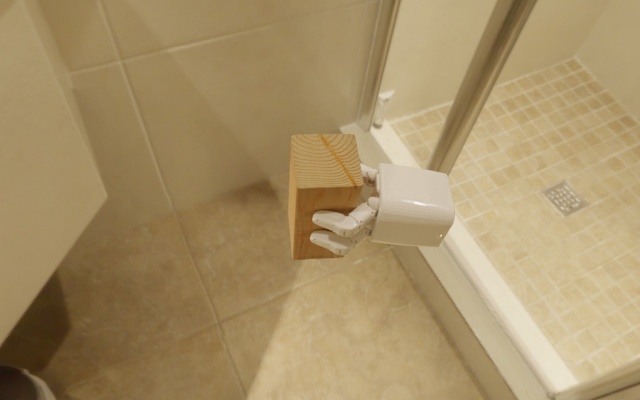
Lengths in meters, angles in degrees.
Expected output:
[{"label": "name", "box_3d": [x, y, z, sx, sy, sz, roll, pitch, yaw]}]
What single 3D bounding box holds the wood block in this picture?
[{"label": "wood block", "box_3d": [0.000, 0.002, 0.713, 0.090, 0.090, 0.206, -2, -33, -7]}]
